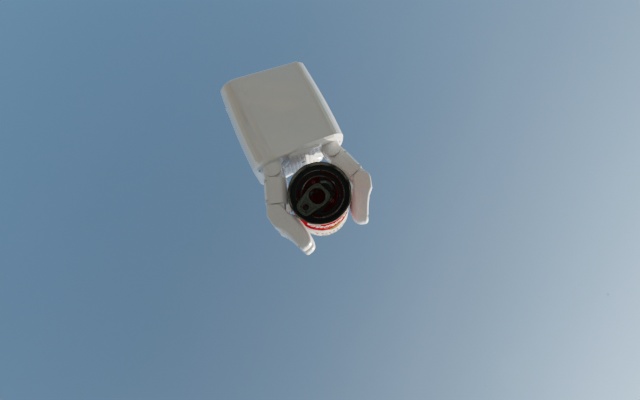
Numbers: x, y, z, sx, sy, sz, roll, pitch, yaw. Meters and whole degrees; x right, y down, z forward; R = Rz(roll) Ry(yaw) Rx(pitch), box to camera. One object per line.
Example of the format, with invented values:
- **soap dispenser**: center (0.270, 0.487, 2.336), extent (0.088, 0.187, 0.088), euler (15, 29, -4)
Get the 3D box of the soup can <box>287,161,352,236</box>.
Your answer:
- **soup can**: center (0.000, 0.002, 0.548), extent (0.068, 0.068, 0.102), euler (0, -11, 1)
